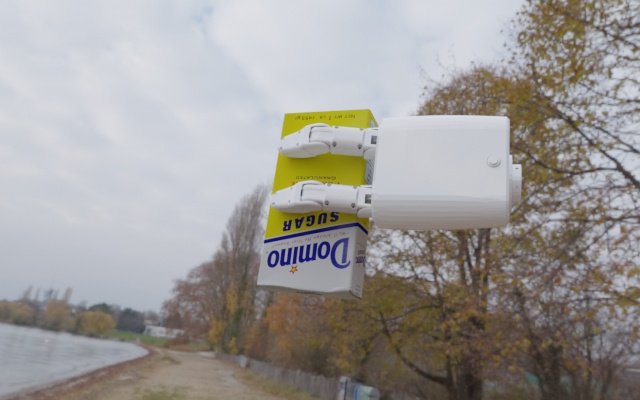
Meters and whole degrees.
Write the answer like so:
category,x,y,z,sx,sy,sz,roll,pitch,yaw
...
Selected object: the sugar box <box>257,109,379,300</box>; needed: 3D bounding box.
category,x,y,z,sx,sy,sz,roll,pitch,yaw
sugar box,0.000,0.001,0.458,0.093,0.176,0.048,0,-20,21
